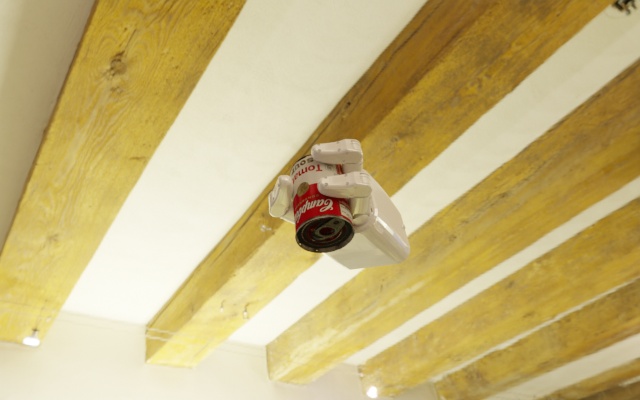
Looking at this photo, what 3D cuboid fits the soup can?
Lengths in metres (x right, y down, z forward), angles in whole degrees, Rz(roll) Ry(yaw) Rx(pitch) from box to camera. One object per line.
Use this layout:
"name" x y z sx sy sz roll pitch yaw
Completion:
"soup can" 0.000 0.001 0.570 0.068 0.102 0.069 -5 -40 -4
